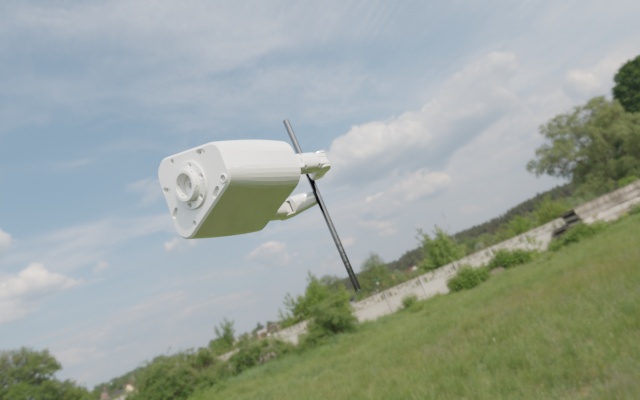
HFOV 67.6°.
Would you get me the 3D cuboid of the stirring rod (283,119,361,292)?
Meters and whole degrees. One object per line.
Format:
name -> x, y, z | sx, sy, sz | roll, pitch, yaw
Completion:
stirring rod -> 0.000, 0.002, 0.609 | 0.011, 0.239, 0.011 | -22, -12, -5
